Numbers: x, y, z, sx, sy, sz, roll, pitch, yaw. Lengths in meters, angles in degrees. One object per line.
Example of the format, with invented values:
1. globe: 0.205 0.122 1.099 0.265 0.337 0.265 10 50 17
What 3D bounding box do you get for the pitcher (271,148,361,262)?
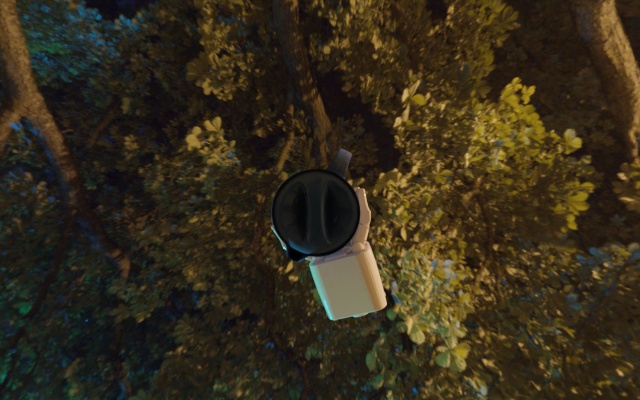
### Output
1. pitcher: 0.000 0.003 0.823 0.149 0.145 0.243 -20 3 2
